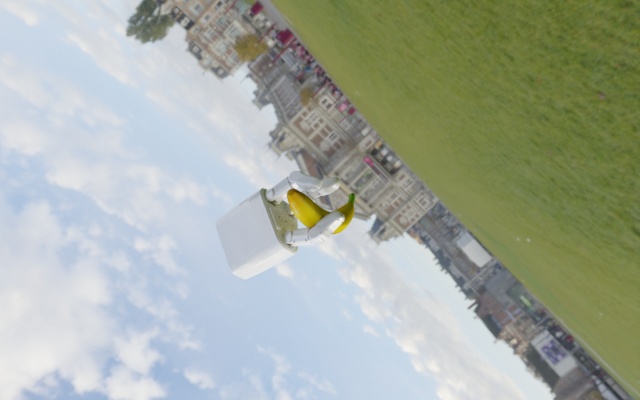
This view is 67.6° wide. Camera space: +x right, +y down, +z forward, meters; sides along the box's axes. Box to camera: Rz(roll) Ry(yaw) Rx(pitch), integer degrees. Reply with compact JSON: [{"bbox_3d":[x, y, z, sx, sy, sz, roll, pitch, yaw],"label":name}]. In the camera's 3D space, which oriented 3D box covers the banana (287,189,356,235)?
[{"bbox_3d":[0.006,0.021,0.759,0.037,0.069,0.198,-16,-9,28],"label":"banana"}]
